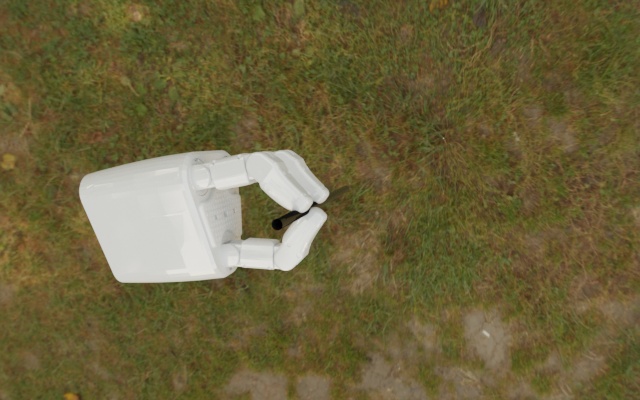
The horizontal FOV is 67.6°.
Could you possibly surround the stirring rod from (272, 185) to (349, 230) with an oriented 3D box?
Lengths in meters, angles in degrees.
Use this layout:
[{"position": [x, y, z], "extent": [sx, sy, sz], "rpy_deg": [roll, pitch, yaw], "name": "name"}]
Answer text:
[{"position": [0.000, 0.001, 0.441], "extent": [0.011, 0.011, 0.239], "rpy_deg": [0, 7, 14], "name": "stirring rod"}]
